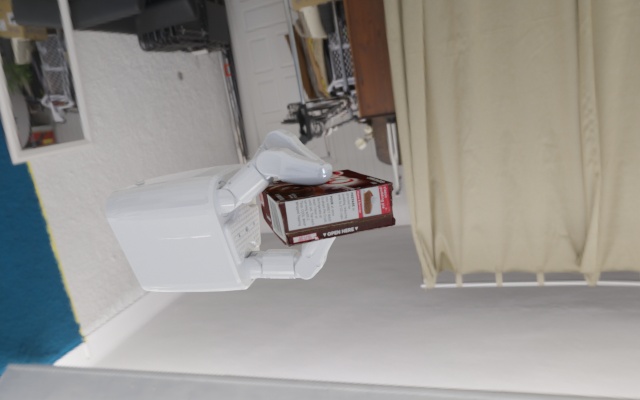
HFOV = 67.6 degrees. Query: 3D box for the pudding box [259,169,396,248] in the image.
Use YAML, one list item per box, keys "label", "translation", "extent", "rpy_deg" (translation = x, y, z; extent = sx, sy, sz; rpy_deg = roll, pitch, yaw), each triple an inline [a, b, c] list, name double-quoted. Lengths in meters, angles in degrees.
- label: "pudding box"
  translation: [0.000, 0.001, 0.401]
  extent: [0.090, 0.039, 0.113]
  rpy_deg: [-11, 14, -13]
